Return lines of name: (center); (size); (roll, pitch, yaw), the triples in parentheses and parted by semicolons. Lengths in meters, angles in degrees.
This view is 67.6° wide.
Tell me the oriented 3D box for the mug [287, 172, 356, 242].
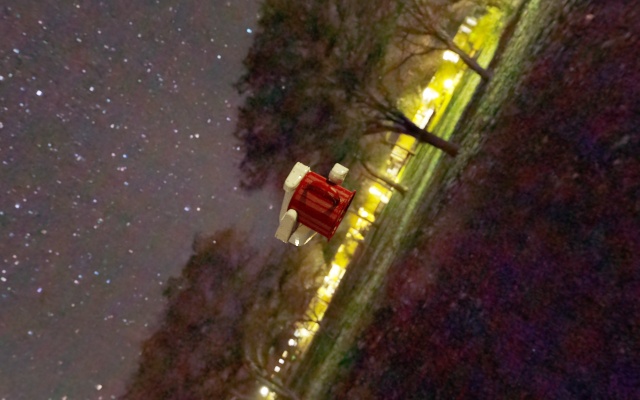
mug: (0.000, 0.002, 0.746); (0.081, 0.093, 0.117); (28, -19, 6)
